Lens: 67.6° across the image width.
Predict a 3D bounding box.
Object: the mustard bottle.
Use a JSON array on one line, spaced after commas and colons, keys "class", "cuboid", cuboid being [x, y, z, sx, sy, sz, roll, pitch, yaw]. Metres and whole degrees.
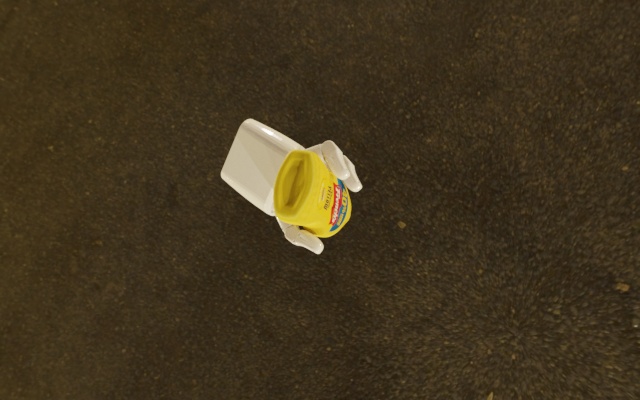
[{"class": "mustard bottle", "cuboid": [0.000, 0.002, 0.690, 0.058, 0.096, 0.192, 6, -12, 24]}]
